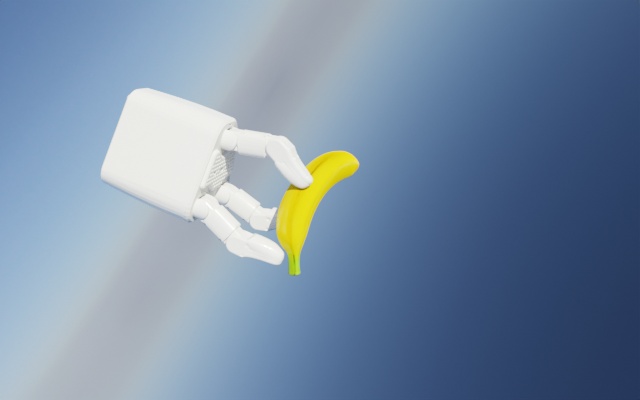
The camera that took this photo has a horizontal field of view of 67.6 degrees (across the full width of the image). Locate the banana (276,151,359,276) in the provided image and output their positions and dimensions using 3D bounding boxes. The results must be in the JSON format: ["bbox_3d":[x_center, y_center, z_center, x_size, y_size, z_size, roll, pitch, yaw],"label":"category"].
[{"bbox_3d":[-0.004,-0.010,0.537,0.037,0.070,0.197,11,44,23],"label":"banana"}]
